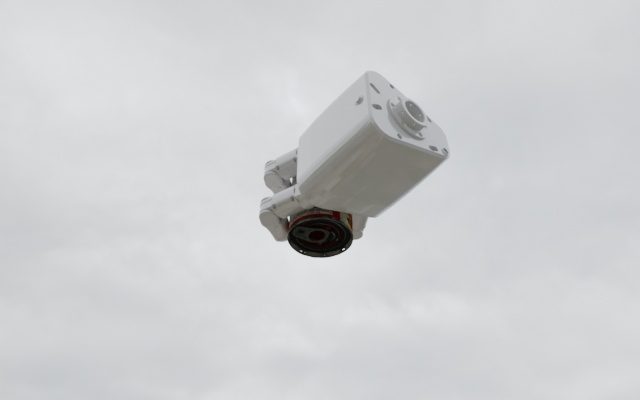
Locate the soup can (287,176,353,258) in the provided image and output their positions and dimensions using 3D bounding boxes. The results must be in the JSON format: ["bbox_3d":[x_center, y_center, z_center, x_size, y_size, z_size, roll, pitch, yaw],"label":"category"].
[{"bbox_3d":[0.000,0.002,0.522,0.068,0.102,0.069,0,-41,0],"label":"soup can"}]
